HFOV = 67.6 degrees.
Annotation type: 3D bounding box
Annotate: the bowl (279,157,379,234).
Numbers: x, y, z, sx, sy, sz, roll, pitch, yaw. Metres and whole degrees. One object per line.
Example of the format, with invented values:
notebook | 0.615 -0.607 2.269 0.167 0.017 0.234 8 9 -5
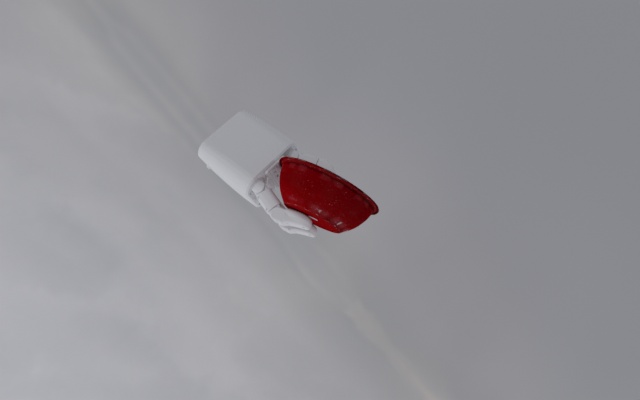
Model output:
bowl | 0.001 0.003 0.683 0.162 0.055 0.162 26 -11 6
